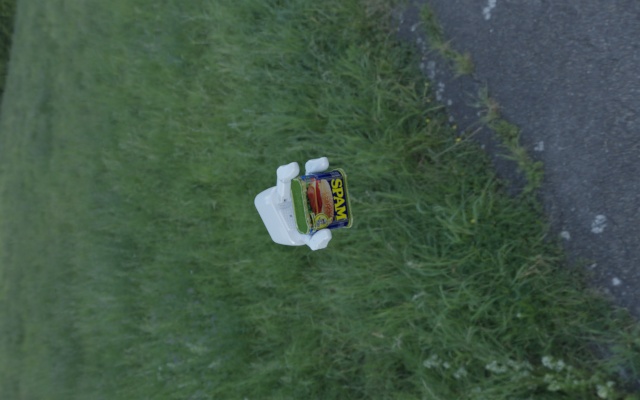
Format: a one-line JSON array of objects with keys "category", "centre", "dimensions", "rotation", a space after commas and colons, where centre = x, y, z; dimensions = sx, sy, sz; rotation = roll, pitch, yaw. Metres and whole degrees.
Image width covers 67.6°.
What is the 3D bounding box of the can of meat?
[{"category": "can of meat", "centre": [0.000, 0.003, 0.801], "dimensions": [0.084, 0.102, 0.057], "rotation": [-10, 4, -25]}]
